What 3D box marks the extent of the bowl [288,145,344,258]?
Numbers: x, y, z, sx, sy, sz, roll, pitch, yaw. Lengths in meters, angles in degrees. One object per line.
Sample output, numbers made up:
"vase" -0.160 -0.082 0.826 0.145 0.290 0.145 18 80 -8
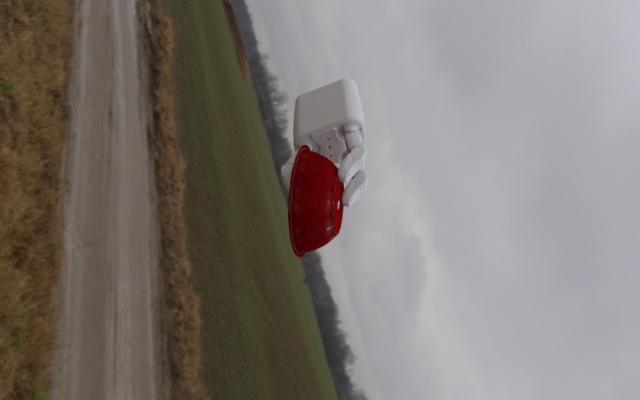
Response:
"bowl" 0.000 0.003 0.680 0.055 0.162 0.162 3 1 11
